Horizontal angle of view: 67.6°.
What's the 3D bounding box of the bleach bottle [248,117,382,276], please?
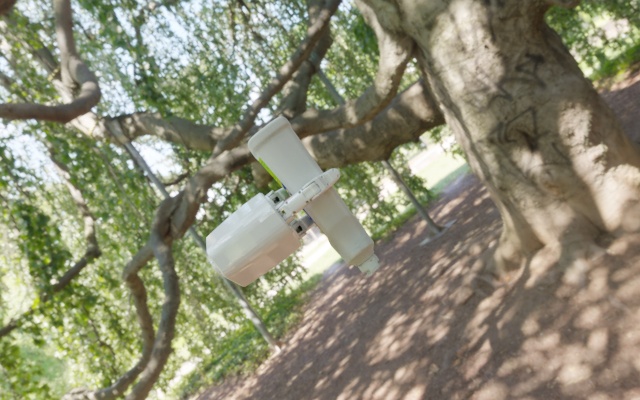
[{"bbox_3d":[0.000,0.002,0.685,0.068,0.251,0.102,-38,-2,-4],"label":"bleach bottle"}]
